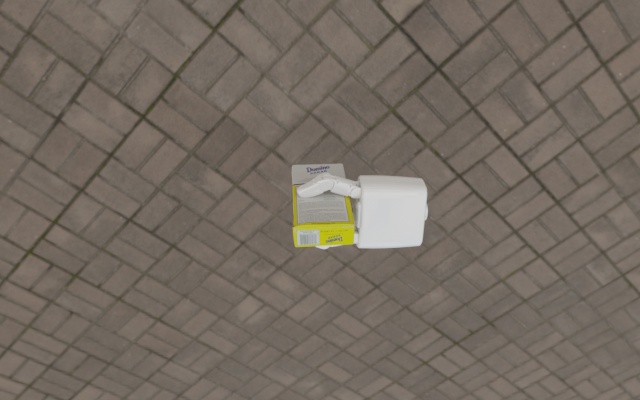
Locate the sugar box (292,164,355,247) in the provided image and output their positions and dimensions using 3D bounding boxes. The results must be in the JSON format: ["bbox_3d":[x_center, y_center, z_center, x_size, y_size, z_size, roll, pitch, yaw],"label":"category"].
[{"bbox_3d":[0.000,0.003,0.784,0.093,0.048,0.176,-2,34,-2],"label":"sugar box"}]
